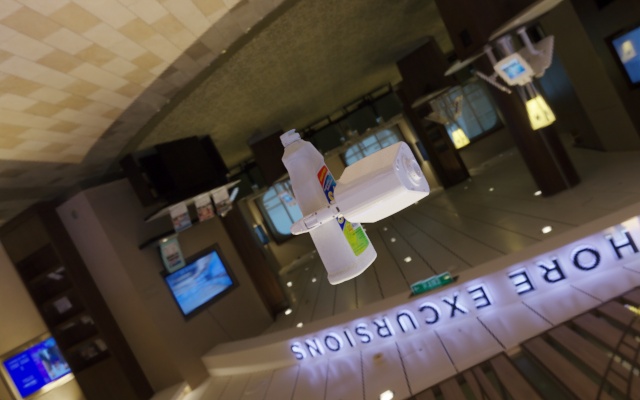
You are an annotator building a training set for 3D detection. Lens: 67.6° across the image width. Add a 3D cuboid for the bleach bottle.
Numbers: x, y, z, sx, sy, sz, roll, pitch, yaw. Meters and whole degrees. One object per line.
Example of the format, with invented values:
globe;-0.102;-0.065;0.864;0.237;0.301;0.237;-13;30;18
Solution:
bleach bottle;0.000;0.003;0.779;0.068;0.251;0.102;-27;1;30
